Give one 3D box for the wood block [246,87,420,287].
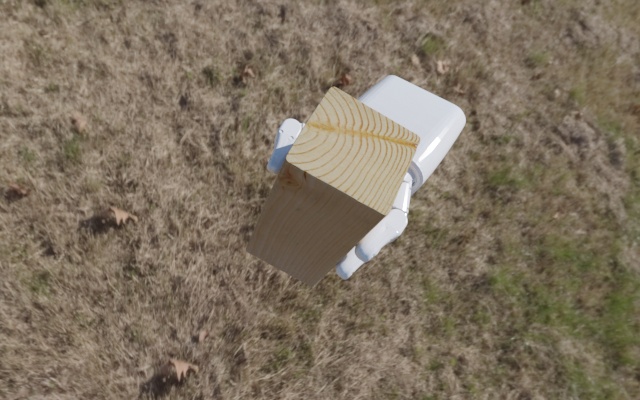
[{"bbox_3d":[0.000,0.001,0.466,0.091,0.090,0.206,30,-30,-2],"label":"wood block"}]
